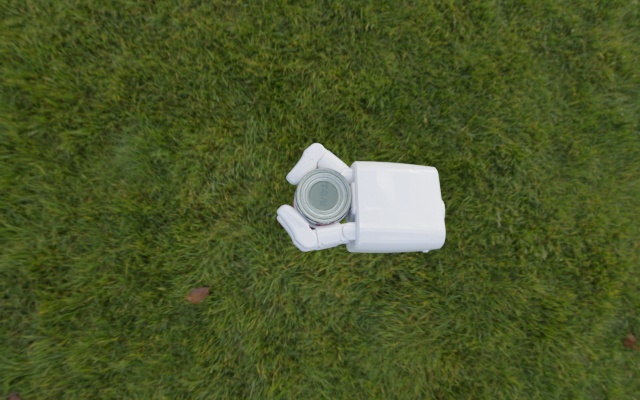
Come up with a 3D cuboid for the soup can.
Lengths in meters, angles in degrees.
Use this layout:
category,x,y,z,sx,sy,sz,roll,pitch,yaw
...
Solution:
category,x,y,z,sx,sy,sz,roll,pitch,yaw
soup can,0.000,0.002,0.599,0.068,0.068,0.102,0,-9,-5
